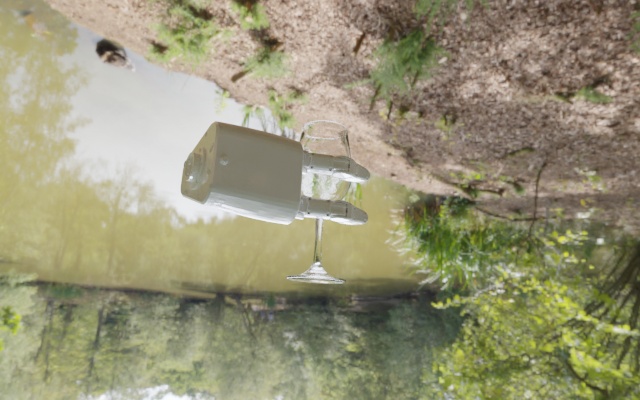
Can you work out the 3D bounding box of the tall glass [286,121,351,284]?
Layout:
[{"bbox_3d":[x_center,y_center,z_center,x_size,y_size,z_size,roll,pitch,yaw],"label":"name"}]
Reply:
[{"bbox_3d":[0.000,0.003,0.612,0.079,0.201,0.079,3,-14,1],"label":"tall glass"}]
